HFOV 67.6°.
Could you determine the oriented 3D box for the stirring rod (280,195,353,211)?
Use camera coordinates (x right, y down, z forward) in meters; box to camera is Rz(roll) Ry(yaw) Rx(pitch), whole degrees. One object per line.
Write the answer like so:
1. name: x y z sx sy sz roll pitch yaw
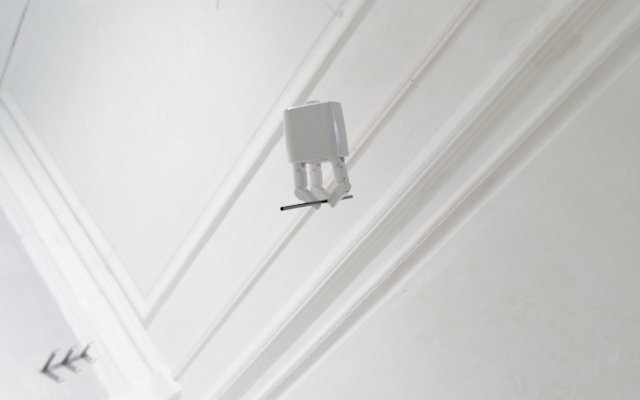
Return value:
1. stirring rod: 0.000 0.003 0.894 0.011 0.011 0.239 0 5 33
